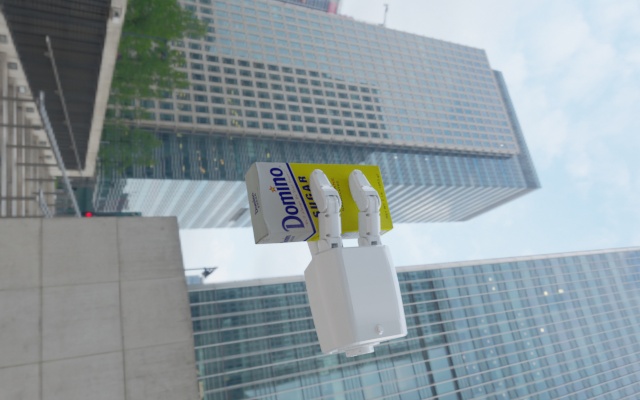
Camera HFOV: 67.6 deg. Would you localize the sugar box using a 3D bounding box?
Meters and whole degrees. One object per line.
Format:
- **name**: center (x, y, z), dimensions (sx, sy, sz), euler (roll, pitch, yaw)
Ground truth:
- **sugar box**: center (0.000, 0.002, 0.596), dimensions (0.176, 0.093, 0.048), euler (-1, -22, -30)
